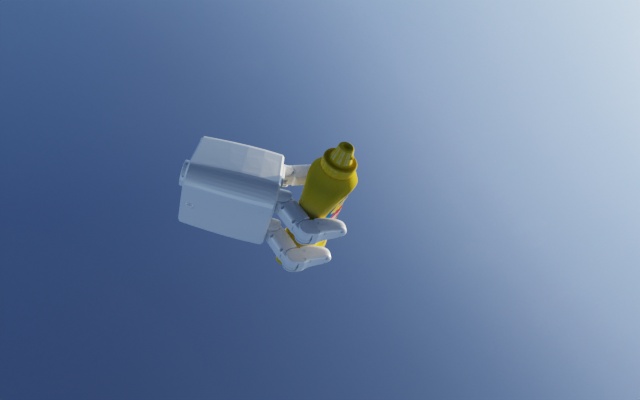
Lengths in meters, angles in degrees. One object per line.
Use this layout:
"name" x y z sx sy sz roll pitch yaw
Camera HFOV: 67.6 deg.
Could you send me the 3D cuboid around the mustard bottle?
"mustard bottle" 0.000 0.002 0.592 0.058 0.192 0.096 32 45 8
